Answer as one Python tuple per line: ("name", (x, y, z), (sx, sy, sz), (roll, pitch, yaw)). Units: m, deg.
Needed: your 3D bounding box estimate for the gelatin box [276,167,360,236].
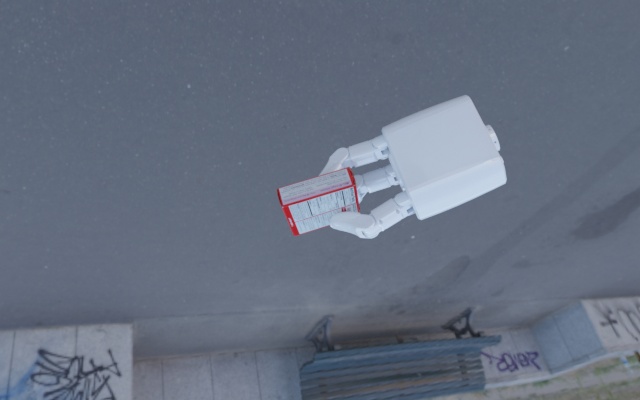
("gelatin box", (0.000, 0.002, 0.563), (0.089, 0.030, 0.073), (-18, -32, -1))
